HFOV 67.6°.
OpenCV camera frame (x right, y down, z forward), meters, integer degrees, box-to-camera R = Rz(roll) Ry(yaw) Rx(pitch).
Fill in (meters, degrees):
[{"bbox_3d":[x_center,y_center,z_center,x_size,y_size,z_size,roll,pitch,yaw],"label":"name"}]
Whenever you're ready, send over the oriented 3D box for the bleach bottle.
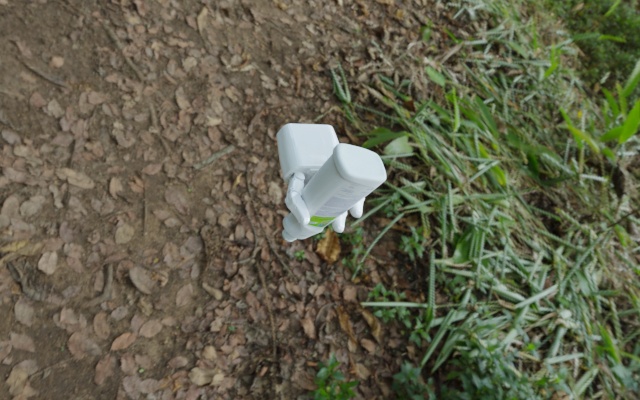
[{"bbox_3d":[0.000,0.003,0.844,0.102,0.068,0.251,9,-36,-36],"label":"bleach bottle"}]
